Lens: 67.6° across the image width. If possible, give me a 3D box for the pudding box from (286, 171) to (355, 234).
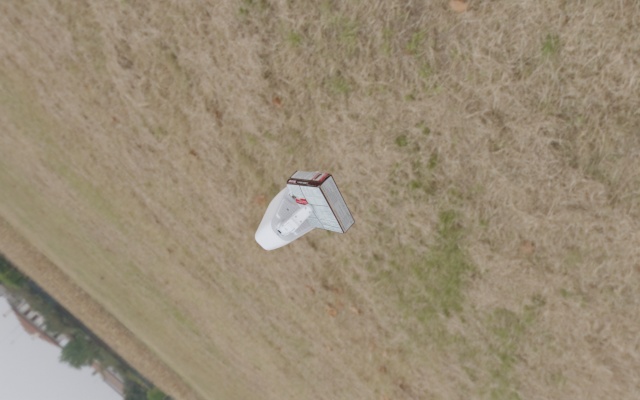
[{"bbox_3d":[0.000,0.003,0.846,0.090,0.113,0.039,8,47,45],"label":"pudding box"}]
